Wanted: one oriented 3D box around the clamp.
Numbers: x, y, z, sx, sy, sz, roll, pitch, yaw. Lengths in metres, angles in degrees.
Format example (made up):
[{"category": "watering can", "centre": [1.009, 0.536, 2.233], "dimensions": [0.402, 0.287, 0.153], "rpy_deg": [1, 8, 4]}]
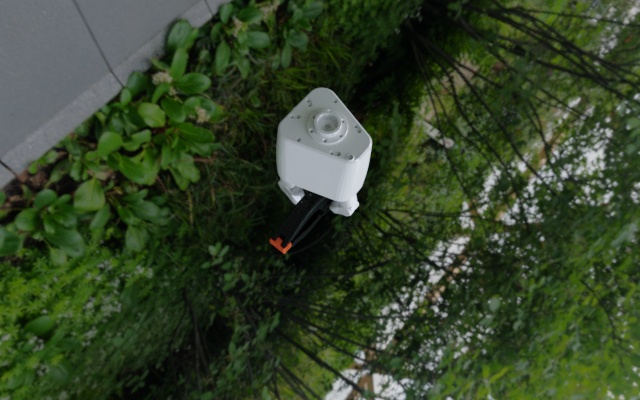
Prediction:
[{"category": "clamp", "centre": [0.000, 0.003, 0.744], "dimensions": [0.036, 0.210, 0.165], "rpy_deg": [36, -21, 13]}]
